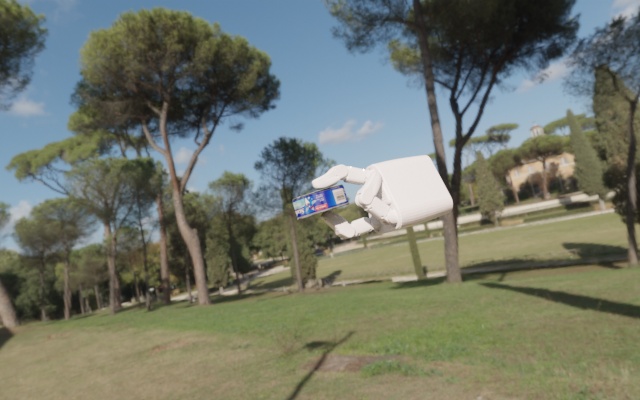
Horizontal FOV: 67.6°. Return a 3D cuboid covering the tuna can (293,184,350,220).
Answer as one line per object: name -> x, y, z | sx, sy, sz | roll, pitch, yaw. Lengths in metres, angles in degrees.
tuna can -> 0.000, 0.002, 0.750 | 0.086, 0.034, 0.086 | -17, -1, 0
